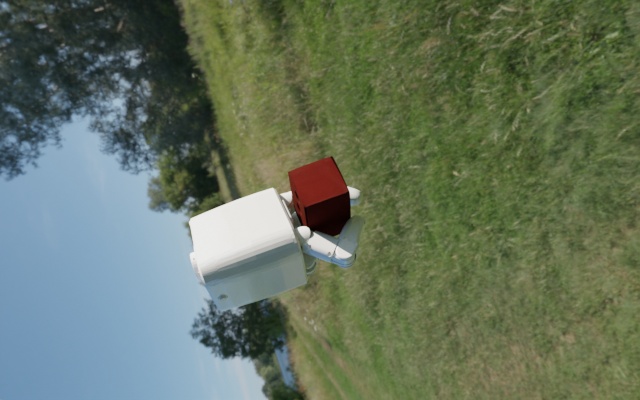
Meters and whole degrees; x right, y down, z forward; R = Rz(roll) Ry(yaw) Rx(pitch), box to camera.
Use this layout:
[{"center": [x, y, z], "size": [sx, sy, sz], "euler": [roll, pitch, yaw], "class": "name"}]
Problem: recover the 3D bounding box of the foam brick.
[{"center": [0.000, 0.001, 0.520], "size": [0.051, 0.053, 0.078], "euler": [-18, -35, -9], "class": "foam brick"}]
